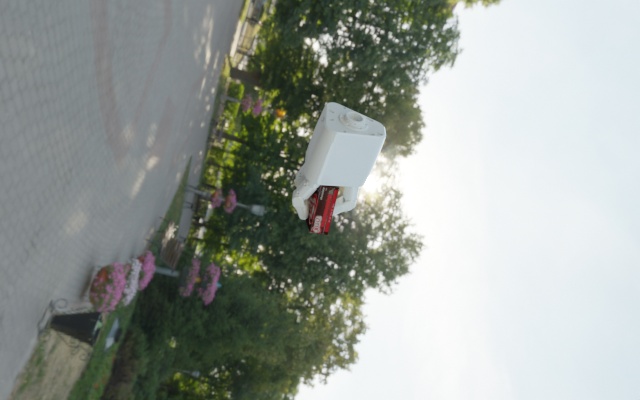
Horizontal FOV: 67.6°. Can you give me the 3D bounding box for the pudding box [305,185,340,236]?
[{"bbox_3d":[0.000,0.003,0.861,0.039,0.090,0.113,13,12,-8],"label":"pudding box"}]
